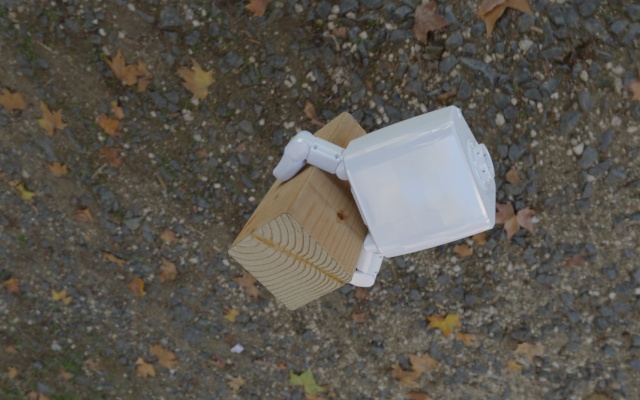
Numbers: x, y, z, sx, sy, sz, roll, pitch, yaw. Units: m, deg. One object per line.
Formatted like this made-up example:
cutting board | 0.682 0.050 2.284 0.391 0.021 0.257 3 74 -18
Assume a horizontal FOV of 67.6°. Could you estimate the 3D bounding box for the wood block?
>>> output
wood block | 0.000 0.001 0.516 0.090 0.091 0.206 -33 18 35
